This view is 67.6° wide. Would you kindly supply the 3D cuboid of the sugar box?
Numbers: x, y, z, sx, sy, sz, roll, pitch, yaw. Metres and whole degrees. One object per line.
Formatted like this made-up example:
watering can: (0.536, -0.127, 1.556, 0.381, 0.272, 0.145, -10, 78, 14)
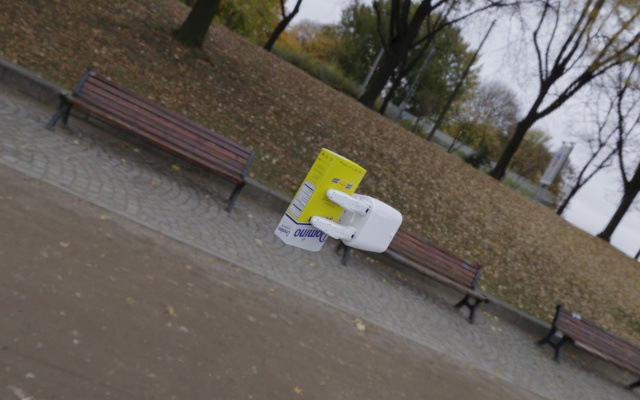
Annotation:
sugar box: (0.001, 0.003, 0.844, 0.093, 0.176, 0.048, 20, 10, -47)
